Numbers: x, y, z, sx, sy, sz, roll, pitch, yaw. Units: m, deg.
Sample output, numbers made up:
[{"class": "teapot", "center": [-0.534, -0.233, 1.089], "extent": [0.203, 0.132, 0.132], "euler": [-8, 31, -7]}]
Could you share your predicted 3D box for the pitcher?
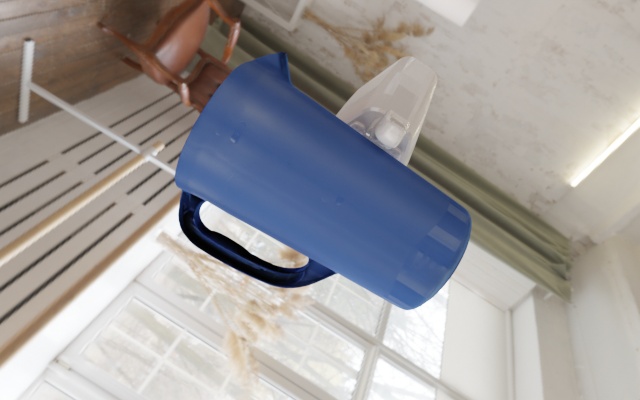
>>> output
[{"class": "pitcher", "center": [0.000, 0.001, 0.430], "extent": [0.243, 0.145, 0.149], "euler": [32, -37, -2]}]
